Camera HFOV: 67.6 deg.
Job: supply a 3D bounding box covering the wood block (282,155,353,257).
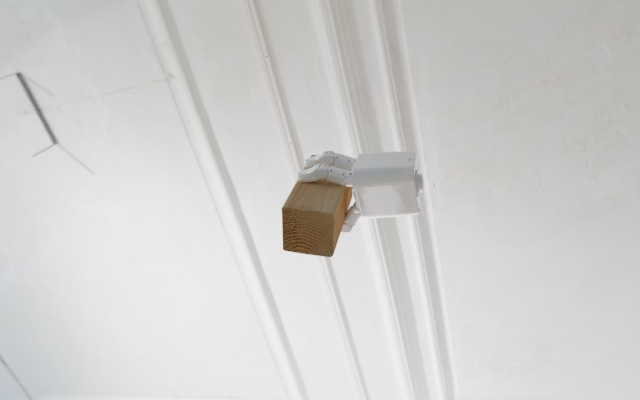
[{"bbox_3d":[0.001,0.003,0.874,0.090,0.091,0.206,7,31,11],"label":"wood block"}]
